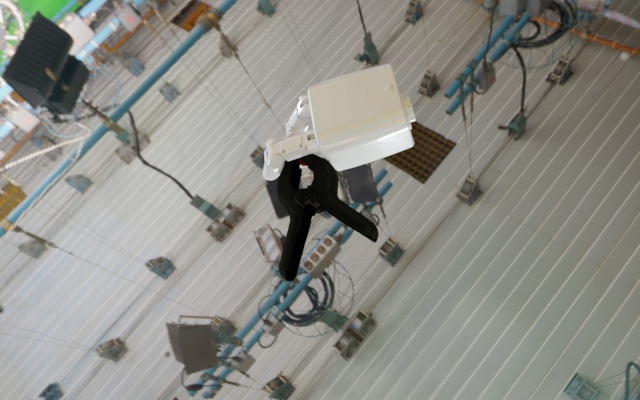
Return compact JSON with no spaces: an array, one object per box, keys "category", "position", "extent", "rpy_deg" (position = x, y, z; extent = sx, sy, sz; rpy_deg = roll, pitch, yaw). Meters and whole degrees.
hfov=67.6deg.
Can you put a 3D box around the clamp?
[{"category":"clamp","position":[0.000,0.002,0.562],"extent":[0.120,0.171,0.039],"rpy_deg":[-16,-30,12]}]
